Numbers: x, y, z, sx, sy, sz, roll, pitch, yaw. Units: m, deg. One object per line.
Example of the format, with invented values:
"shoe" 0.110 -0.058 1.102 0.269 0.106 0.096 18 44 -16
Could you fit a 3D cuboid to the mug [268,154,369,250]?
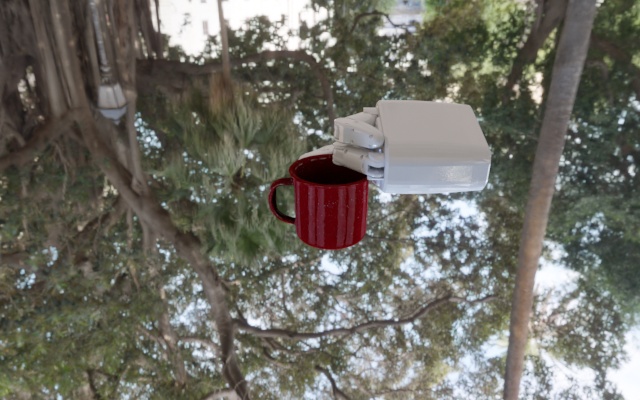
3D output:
"mug" -0.001 0.002 0.536 0.117 0.081 0.093 0 26 -1
